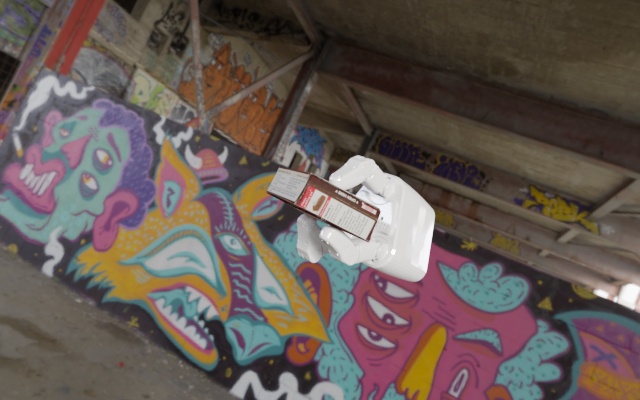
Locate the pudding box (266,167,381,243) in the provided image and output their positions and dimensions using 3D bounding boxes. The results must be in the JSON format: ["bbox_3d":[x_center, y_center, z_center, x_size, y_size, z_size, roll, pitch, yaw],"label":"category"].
[{"bbox_3d":[0.000,0.002,0.509,0.090,0.039,0.113,27,-5,-21],"label":"pudding box"}]
